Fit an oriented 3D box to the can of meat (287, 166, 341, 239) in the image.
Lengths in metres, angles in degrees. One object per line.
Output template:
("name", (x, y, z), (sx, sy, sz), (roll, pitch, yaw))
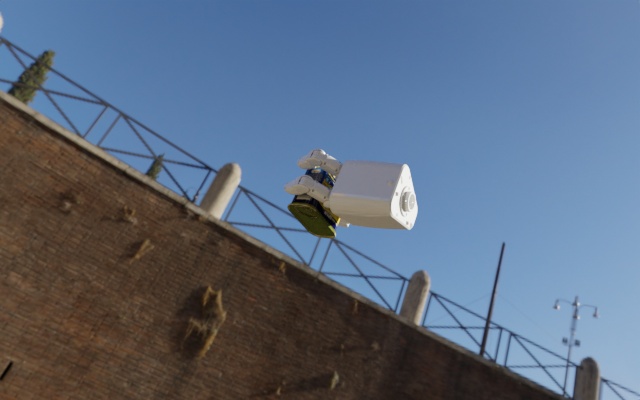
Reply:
("can of meat", (0.000, 0.002, 0.819), (0.057, 0.084, 0.102), (2, -34, 36))
